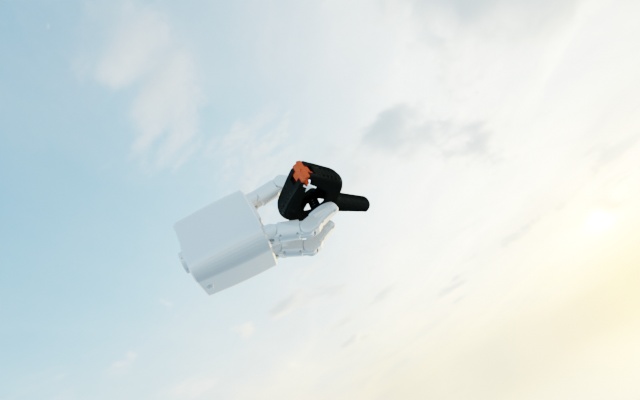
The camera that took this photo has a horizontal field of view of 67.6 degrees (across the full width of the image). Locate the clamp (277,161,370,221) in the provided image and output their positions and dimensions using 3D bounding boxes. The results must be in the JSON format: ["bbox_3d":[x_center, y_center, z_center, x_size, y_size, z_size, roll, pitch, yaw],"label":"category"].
[{"bbox_3d":[-0.001,0.001,0.669,0.164,0.036,0.210,-28,-26,-11],"label":"clamp"}]
